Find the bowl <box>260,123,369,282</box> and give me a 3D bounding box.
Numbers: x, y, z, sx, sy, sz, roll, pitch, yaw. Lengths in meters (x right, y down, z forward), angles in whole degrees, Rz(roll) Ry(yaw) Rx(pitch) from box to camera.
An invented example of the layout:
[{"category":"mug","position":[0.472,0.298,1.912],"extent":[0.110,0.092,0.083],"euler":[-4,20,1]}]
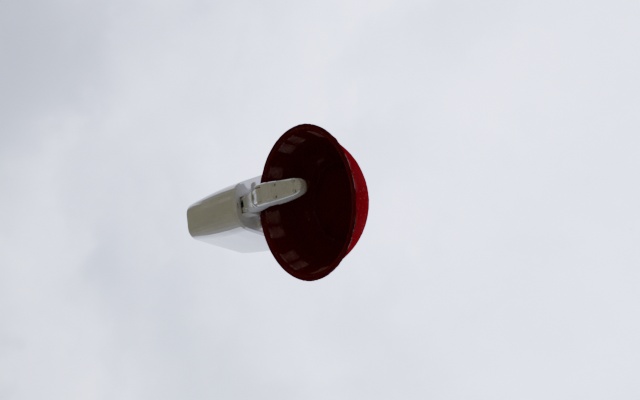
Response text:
[{"category":"bowl","position":[0.001,0.002,0.505],"extent":[0.055,0.162,0.162],"euler":[-1,1,-39]}]
